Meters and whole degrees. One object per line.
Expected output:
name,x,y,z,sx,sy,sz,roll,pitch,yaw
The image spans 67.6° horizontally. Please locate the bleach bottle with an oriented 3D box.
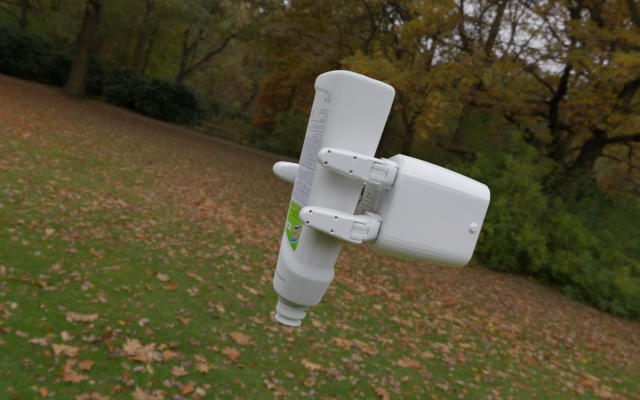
bleach bottle,0.000,0.002,0.485,0.068,0.251,0.102,15,6,-16
